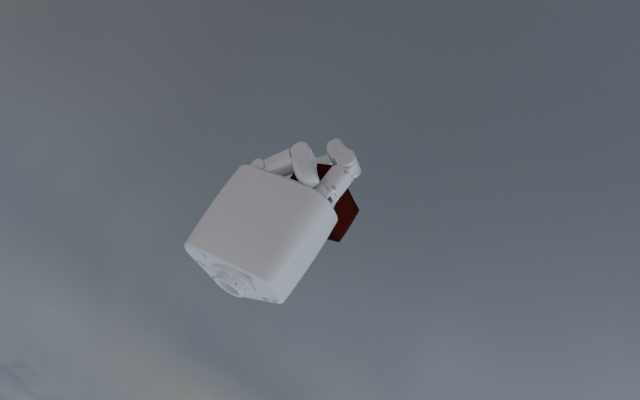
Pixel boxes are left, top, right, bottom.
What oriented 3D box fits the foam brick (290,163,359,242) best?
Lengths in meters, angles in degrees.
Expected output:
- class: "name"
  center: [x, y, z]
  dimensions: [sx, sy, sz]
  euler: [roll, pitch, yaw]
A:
- class: "foam brick"
  center: [0.000, 0.002, 0.543]
  dimensions: [0.053, 0.051, 0.078]
  euler: [9, -35, 36]
